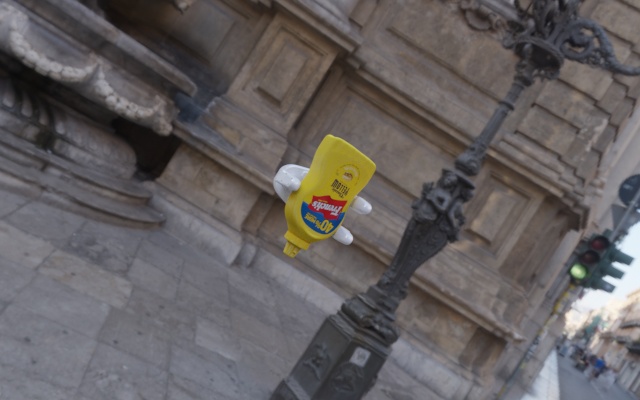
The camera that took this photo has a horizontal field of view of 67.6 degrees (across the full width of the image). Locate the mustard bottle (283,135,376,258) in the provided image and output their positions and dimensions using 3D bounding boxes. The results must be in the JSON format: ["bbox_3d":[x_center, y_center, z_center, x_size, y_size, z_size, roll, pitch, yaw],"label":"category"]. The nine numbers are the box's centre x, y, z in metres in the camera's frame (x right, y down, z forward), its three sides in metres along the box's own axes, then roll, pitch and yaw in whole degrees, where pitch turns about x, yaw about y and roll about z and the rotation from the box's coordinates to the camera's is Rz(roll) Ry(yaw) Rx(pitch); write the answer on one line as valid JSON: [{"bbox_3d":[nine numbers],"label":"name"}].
[{"bbox_3d":[0.000,0.002,0.734,0.096,0.191,0.058,32,0,-35],"label":"mustard bottle"}]
